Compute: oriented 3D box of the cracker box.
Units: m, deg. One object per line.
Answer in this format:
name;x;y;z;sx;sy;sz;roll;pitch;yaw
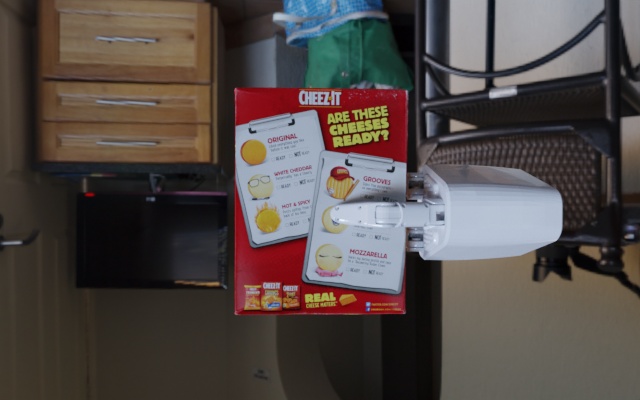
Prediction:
cracker box;0.000;0.002;0.476;0.164;0.213;0.072;0;1;-3
